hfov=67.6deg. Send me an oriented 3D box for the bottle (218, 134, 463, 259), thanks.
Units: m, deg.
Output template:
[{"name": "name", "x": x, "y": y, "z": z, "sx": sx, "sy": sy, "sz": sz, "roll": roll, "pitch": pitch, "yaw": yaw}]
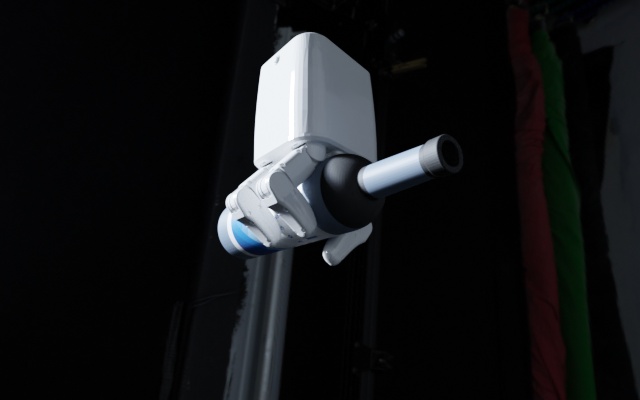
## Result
[{"name": "bottle", "x": 0.000, "y": 0.002, "z": 0.433, "sx": 0.069, "sy": 0.069, "sz": 0.296, "roll": 0, "pitch": -13, "yaw": -37}]
